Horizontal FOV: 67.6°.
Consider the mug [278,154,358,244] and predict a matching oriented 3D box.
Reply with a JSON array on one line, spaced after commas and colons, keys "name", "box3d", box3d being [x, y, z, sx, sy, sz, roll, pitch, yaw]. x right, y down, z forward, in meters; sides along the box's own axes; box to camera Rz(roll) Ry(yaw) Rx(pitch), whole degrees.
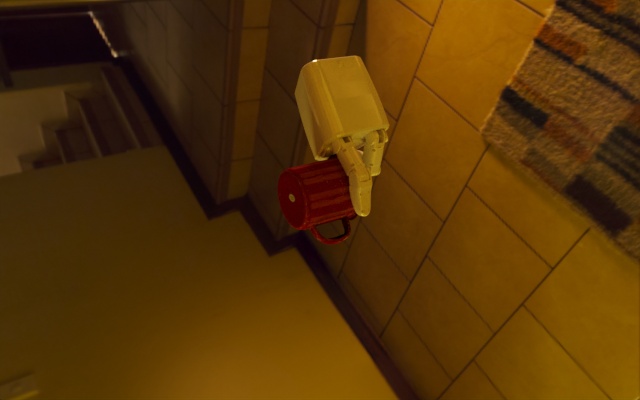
[{"name": "mug", "box3d": [0.000, 0.003, 0.626, 0.081, 0.117, 0.093, -15, -10, -29]}]
